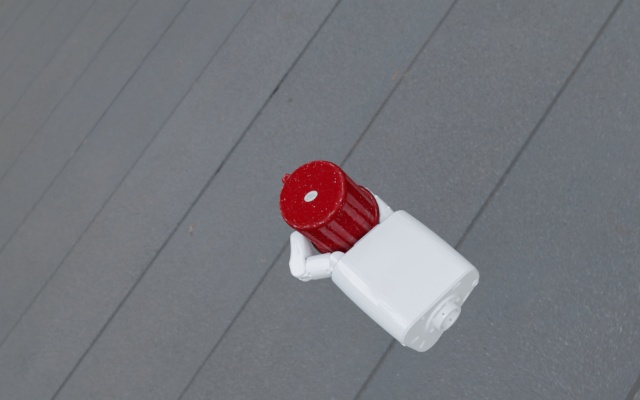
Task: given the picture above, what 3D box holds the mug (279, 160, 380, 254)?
[{"bbox_3d":[-0.001,0.001,0.536,0.117,0.093,0.081,38,-1,37],"label":"mug"}]
